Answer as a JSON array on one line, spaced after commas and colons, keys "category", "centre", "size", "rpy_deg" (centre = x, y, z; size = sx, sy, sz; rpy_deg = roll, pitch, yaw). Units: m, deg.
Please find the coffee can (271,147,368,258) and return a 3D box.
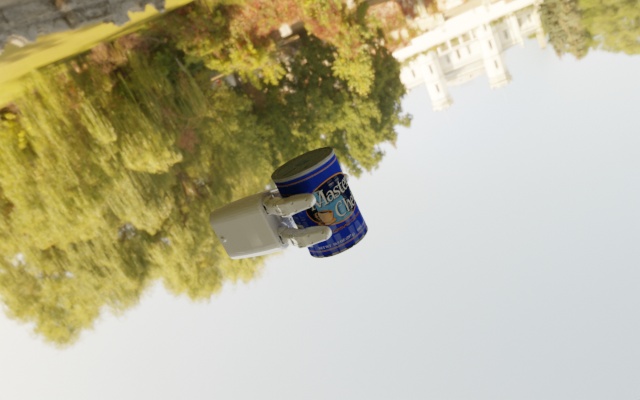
[{"category": "coffee can", "centre": [0.000, 0.002, 0.736], "size": [0.103, 0.140, 0.102], "rpy_deg": [-23, 18, 8]}]
